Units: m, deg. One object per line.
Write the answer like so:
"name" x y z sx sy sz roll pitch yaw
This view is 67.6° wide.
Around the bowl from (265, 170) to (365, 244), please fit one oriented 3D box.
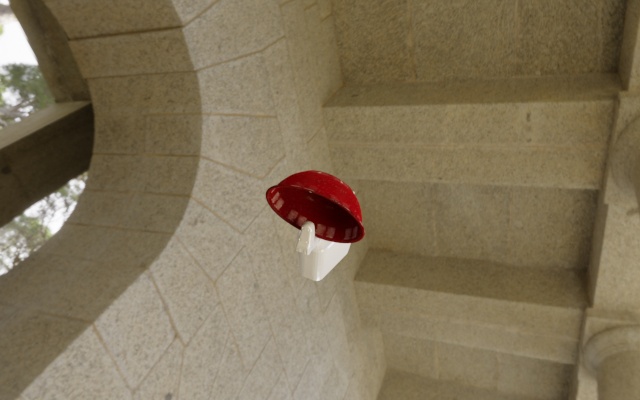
"bowl" 0.001 0.002 0.728 0.162 0.055 0.162 20 -24 10
